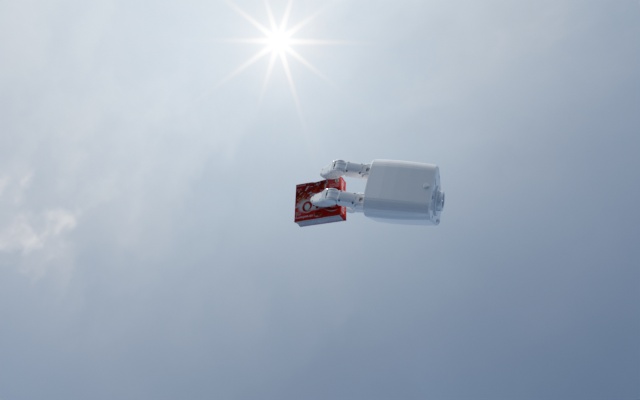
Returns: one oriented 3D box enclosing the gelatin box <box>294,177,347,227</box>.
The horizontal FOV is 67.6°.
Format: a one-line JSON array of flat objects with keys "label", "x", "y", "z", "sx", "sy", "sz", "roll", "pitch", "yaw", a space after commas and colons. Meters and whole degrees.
[{"label": "gelatin box", "x": 0.000, "y": 0.003, "z": 0.826, "sx": 0.089, "sy": 0.073, "sz": 0.030, "roll": -9, "pitch": -28, "yaw": 21}]
